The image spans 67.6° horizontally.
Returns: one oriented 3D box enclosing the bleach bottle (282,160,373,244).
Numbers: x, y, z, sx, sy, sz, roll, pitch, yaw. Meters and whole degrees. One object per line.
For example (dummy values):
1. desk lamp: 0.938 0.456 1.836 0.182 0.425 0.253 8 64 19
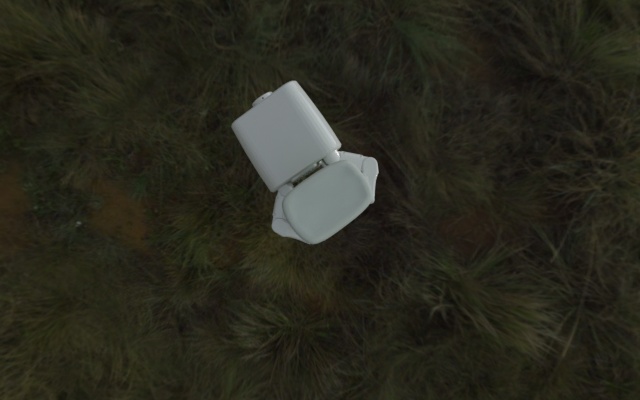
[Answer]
1. bleach bottle: 0.000 0.002 0.643 0.102 0.068 0.251 -35 2 -4
